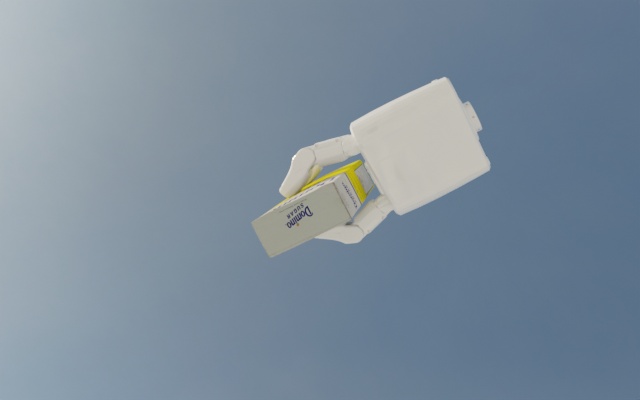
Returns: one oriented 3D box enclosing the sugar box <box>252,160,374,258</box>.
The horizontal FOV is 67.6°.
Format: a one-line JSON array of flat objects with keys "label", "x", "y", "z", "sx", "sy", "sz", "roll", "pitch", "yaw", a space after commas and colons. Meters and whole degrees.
[{"label": "sugar box", "x": 0.000, "y": 0.001, "z": 0.522, "sx": 0.093, "sy": 0.048, "sz": 0.176, "roll": -26, "pitch": 2, "yaw": 16}]
